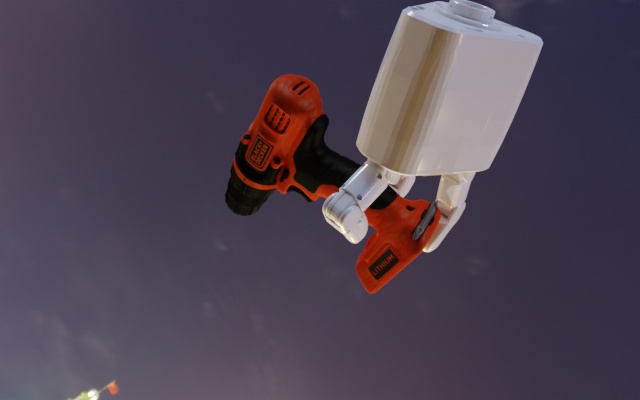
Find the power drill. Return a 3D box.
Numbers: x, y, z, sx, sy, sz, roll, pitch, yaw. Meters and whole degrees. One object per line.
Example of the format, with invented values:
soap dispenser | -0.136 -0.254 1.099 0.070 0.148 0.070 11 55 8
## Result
power drill | 0.001 0.002 0.445 0.057 0.187 0.184 -51 -2 -40
